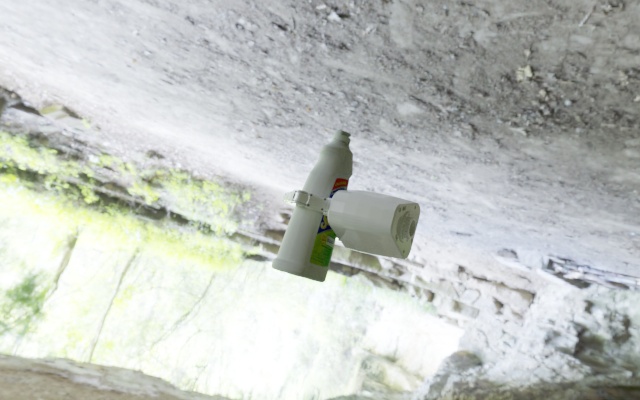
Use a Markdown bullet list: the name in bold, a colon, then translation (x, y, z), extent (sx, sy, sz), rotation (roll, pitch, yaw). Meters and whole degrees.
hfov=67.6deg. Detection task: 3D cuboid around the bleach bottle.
- **bleach bottle**: translation (0.000, 0.003, 0.784), extent (0.068, 0.251, 0.102), rotation (11, -10, 30)
